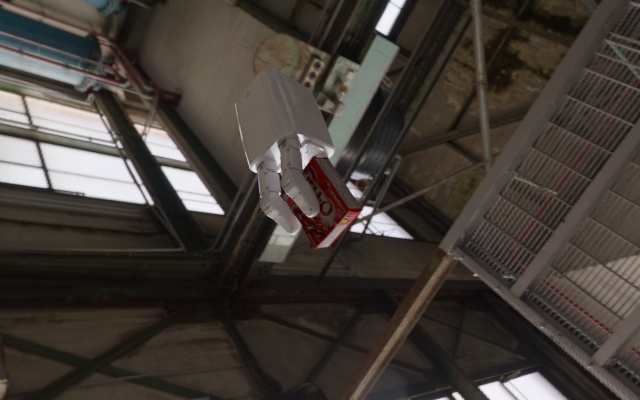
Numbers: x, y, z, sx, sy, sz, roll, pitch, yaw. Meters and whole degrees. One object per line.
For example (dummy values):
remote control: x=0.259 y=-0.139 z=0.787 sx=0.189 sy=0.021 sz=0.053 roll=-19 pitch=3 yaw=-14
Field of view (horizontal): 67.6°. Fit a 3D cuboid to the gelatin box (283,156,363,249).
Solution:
gelatin box: x=0.001 y=0.002 z=0.582 sx=0.030 sy=0.089 sz=0.073 roll=-1 pitch=-40 yaw=-48
